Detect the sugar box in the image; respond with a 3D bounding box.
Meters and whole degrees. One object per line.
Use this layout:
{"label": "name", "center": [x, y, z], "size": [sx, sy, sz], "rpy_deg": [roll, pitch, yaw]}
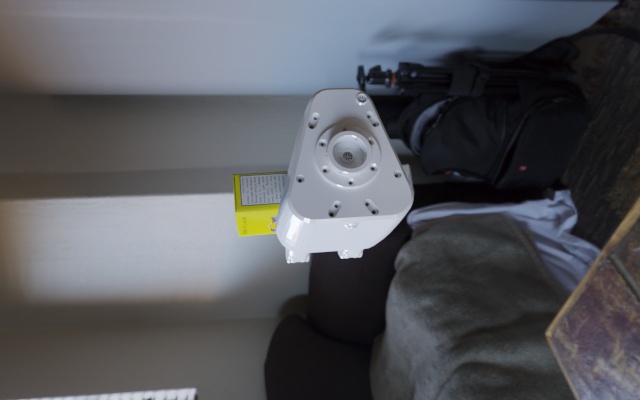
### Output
{"label": "sugar box", "center": [0.000, 0.002, 0.500], "size": [0.176, 0.048, 0.093], "rpy_deg": [-2, -18, -8]}
